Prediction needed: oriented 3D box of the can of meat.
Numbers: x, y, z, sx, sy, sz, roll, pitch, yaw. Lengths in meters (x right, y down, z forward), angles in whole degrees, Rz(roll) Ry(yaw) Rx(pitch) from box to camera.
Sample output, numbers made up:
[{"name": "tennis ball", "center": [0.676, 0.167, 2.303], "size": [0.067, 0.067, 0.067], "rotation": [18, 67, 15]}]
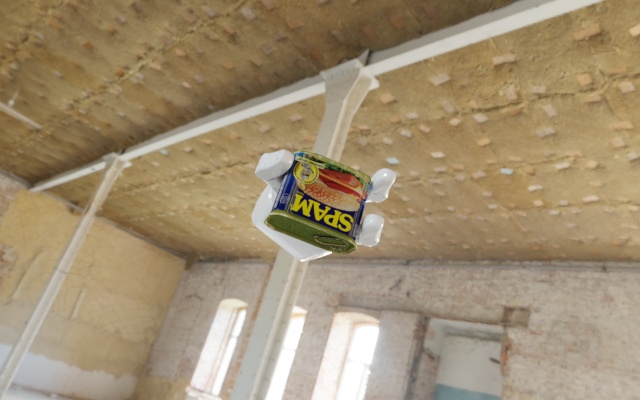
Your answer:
[{"name": "can of meat", "center": [0.000, 0.001, 0.531], "size": [0.102, 0.084, 0.057], "rotation": [22, -23, -11]}]
